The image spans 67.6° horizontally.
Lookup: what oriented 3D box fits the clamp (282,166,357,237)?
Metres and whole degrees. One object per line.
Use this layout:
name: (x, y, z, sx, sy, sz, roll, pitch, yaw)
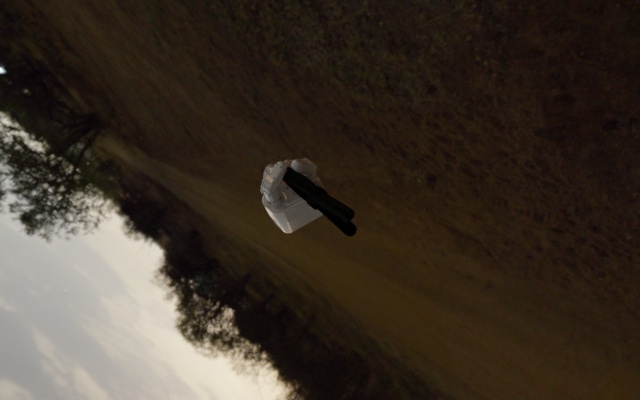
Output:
clamp: (0.000, 0.003, 0.853, 0.171, 0.039, 0.120, 39, -16, 25)
